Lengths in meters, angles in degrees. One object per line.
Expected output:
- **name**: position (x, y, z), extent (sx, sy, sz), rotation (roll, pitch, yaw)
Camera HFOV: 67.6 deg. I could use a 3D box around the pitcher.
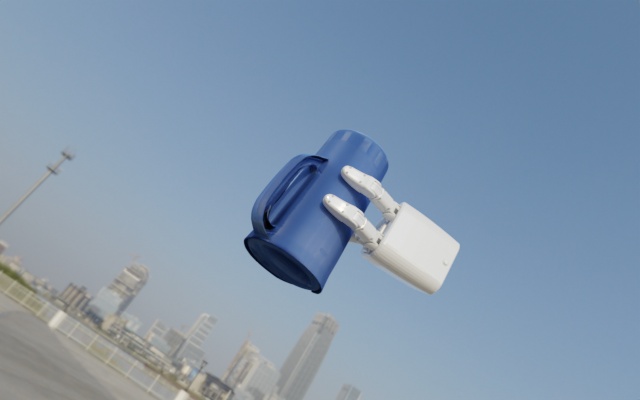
- **pitcher**: position (0.000, 0.002, 0.717), extent (0.145, 0.242, 0.149), rotation (34, -25, 0)
